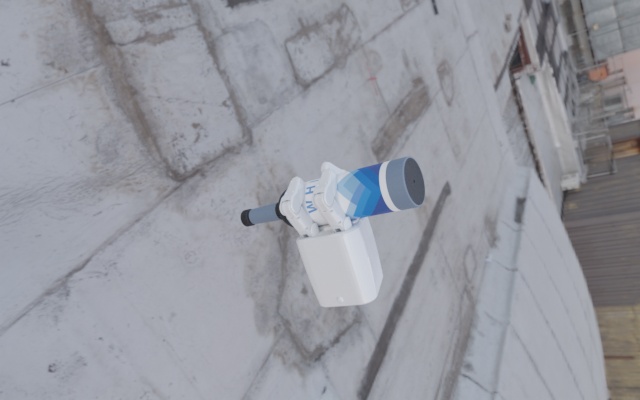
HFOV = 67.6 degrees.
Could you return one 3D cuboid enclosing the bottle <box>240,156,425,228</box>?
[{"bbox_3d":[0.000,0.002,0.689,0.296,0.069,0.069,-13,-7,33],"label":"bottle"}]
